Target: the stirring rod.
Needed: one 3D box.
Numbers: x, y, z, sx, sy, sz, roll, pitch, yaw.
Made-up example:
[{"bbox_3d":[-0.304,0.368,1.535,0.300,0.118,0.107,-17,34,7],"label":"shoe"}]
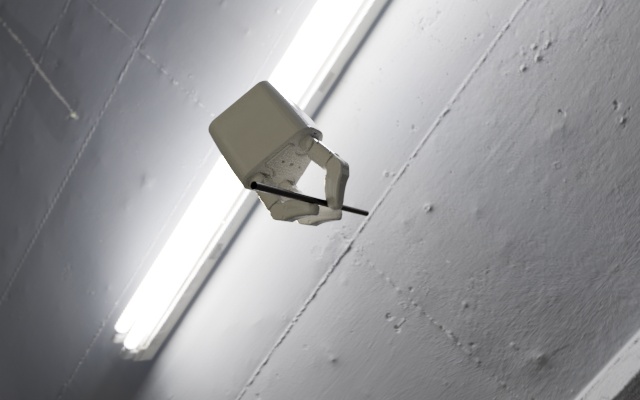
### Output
[{"bbox_3d":[0.000,0.002,0.546,0.011,0.011,0.239,0,-8,31],"label":"stirring rod"}]
